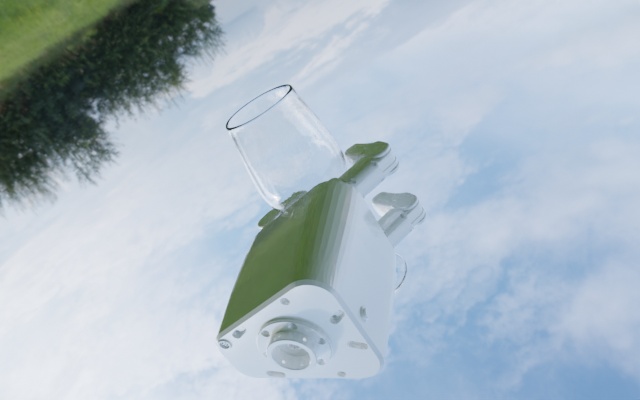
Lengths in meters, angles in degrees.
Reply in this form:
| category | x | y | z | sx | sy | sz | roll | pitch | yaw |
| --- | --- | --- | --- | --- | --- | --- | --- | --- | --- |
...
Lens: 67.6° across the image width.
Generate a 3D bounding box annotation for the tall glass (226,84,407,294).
| category | x | y | z | sx | sy | sz | roll | pitch | yaw |
| --- | --- | --- | --- | --- | --- | --- | --- | --- | --- |
| tall glass | 0.000 | 0.002 | 0.416 | 0.079 | 0.201 | 0.079 | -26 | 26 | 14 |
